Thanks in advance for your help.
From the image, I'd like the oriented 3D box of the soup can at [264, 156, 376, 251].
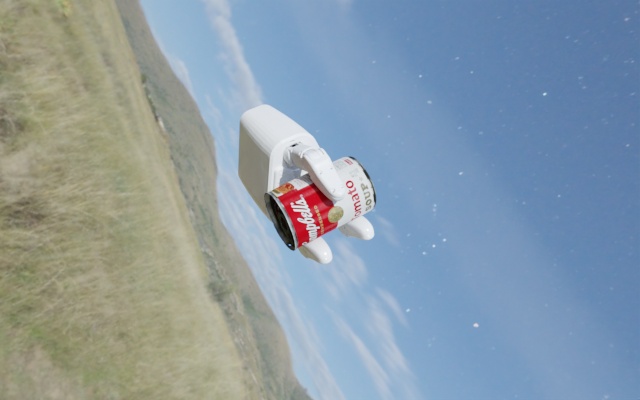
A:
[{"bbox_3d":[0.001,0.002,0.515,0.102,0.068,0.068,-26,9,-18],"label":"soup can"}]
